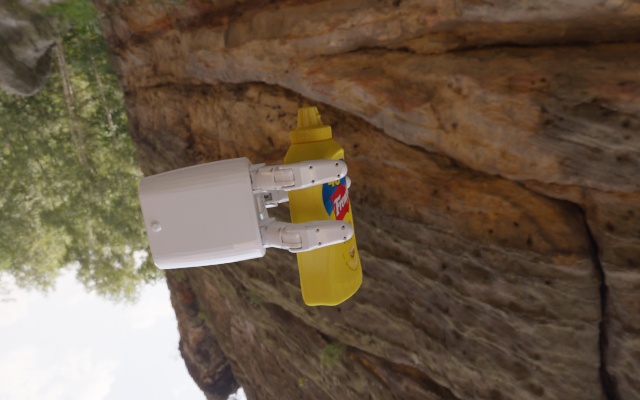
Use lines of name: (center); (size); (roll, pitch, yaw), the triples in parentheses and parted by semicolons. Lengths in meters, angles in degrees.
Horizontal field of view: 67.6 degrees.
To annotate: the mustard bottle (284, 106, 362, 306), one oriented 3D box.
mustard bottle: (0.000, 0.002, 0.486); (0.058, 0.192, 0.096); (-5, 11, 22)
